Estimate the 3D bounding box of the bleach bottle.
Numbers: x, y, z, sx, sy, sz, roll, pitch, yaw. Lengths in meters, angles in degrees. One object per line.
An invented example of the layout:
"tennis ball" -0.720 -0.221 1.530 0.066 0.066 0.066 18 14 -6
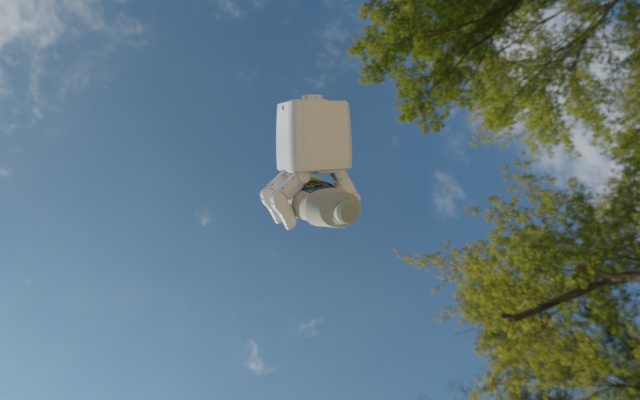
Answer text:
"bleach bottle" 0.000 0.002 0.741 0.102 0.068 0.251 -4 8 -22
